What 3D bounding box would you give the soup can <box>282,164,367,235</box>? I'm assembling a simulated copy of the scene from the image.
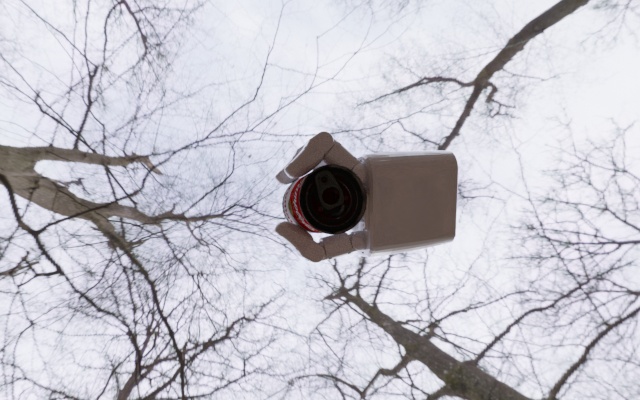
[{"bbox_3d":[0.000,0.002,0.505,0.068,0.068,0.102,0,-3,-15],"label":"soup can"}]
